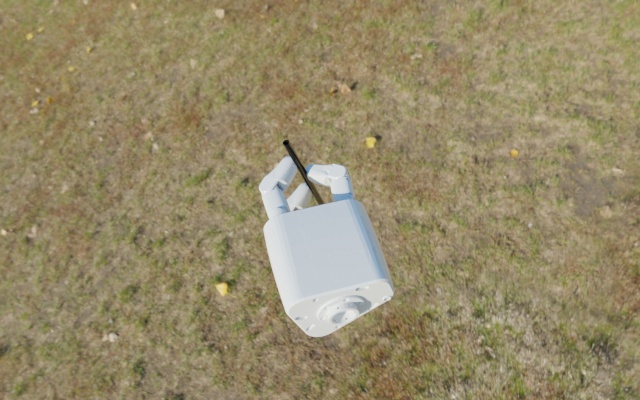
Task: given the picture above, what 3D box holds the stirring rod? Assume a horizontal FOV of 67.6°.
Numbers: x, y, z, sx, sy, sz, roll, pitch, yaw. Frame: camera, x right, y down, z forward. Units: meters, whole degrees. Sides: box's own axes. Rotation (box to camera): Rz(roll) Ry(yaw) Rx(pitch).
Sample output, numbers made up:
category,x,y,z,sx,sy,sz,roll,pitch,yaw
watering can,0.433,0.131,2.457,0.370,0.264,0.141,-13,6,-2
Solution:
category,x,y,z,sx,sy,sz,roll,pitch,yaw
stirring rod,0.000,0.002,0.627,0.011,0.011,0.240,0,-34,23
